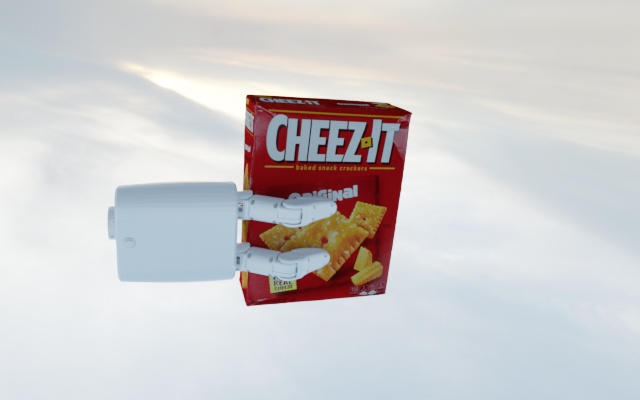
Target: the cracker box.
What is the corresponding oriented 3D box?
[{"bbox_3d":[0.000,0.002,0.514,0.164,0.214,0.072,0,19,-17],"label":"cracker box"}]
